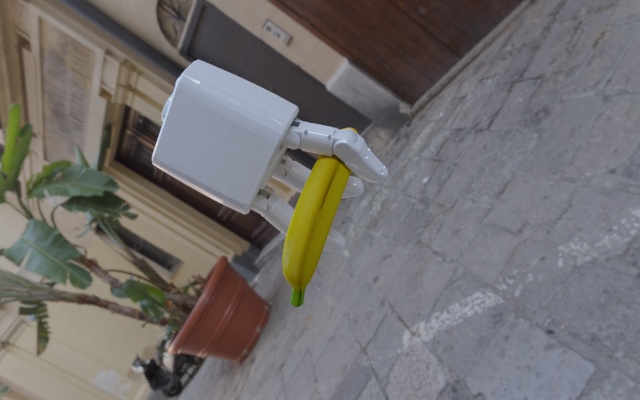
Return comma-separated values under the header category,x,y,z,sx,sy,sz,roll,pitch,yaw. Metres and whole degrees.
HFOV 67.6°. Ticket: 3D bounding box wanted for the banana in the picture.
category,x,y,z,sx,sy,sz,roll,pitch,yaw
banana,0.001,-0.002,0.452,0.037,0.197,0.070,20,-23,2
